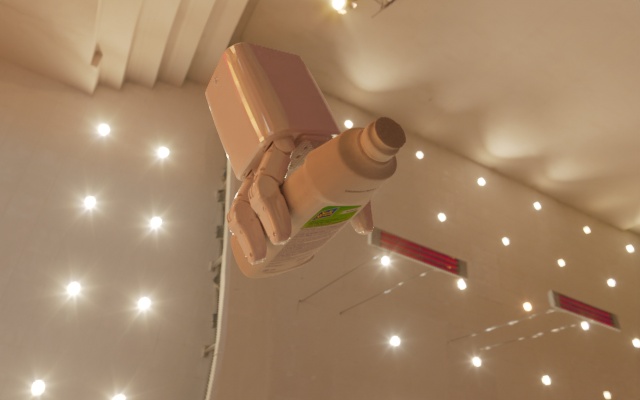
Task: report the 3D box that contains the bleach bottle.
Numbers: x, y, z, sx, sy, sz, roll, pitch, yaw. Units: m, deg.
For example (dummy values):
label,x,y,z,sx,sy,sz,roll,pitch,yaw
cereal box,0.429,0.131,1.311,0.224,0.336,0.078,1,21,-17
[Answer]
label,x,y,z,sx,sy,sz,roll,pitch,yaw
bleach bottle,0.000,0.002,0.457,0.102,0.068,0.251,-14,-18,-36
